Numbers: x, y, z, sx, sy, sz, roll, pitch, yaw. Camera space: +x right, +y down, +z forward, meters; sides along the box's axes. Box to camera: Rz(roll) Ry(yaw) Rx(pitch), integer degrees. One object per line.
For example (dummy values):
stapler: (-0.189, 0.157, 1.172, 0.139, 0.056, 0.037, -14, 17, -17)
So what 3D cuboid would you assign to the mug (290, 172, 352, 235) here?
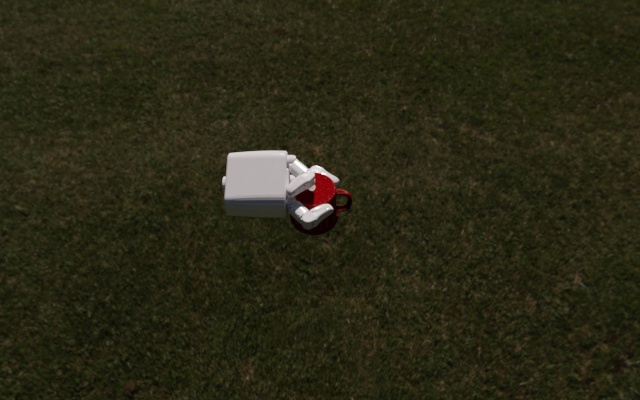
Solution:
mug: (0.002, 0.003, 0.875, 0.117, 0.093, 0.082, -1, -38, -1)
